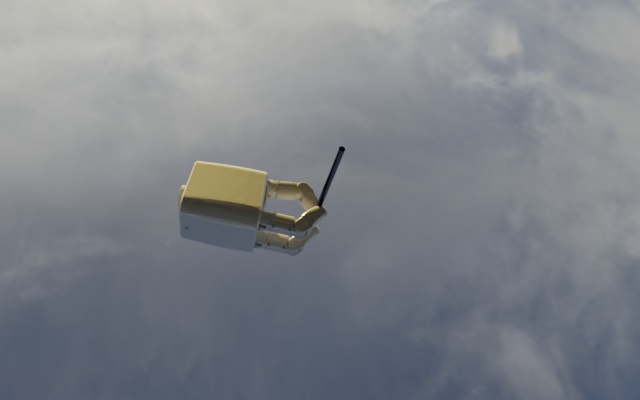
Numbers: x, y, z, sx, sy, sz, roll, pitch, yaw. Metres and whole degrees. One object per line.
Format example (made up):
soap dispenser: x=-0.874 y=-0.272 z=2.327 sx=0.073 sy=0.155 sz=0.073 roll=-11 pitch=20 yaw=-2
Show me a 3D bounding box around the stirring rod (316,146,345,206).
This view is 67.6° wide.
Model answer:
stirring rod: x=0.000 y=0.002 z=0.664 sx=0.011 sy=0.011 sz=0.240 roll=0 pitch=-32 yaw=-14
